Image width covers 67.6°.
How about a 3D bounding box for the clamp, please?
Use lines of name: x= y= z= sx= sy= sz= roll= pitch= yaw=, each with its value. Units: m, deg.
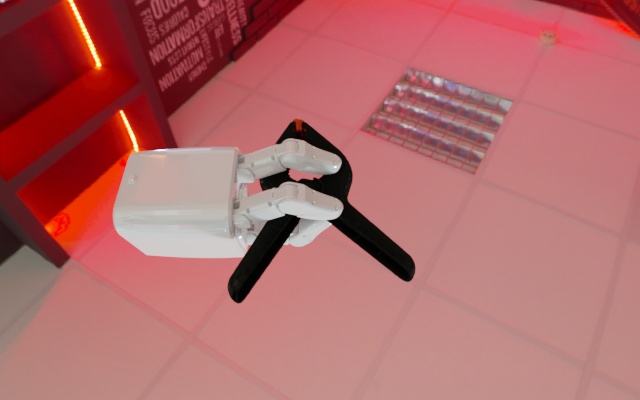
clamp: x=0.000 y=0.002 z=0.470 sx=0.164 sy=0.209 sz=0.036 roll=0 pitch=-37 yaw=-2
